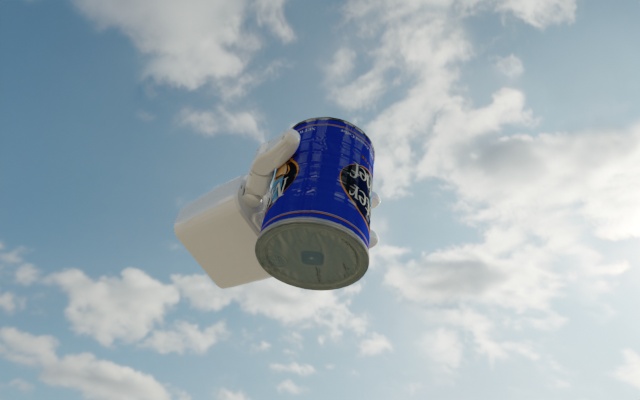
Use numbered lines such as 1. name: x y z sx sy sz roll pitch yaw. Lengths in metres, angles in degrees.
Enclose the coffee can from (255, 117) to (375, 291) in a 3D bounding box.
1. coffee can: 0.000 0.002 0.470 0.103 0.140 0.103 5 -42 5
